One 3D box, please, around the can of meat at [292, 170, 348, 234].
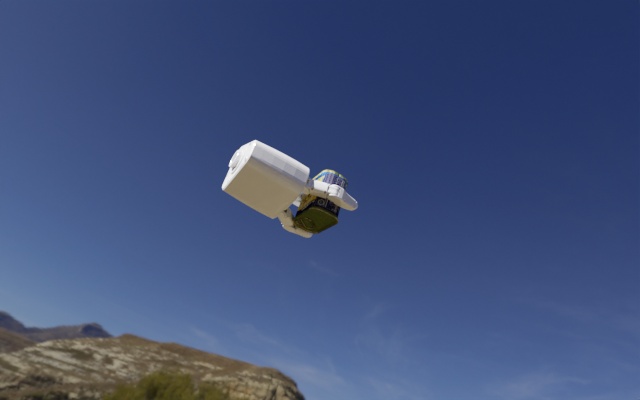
[{"bbox_3d":[0.000,0.003,0.854,0.057,0.084,0.102,28,-29,-18],"label":"can of meat"}]
